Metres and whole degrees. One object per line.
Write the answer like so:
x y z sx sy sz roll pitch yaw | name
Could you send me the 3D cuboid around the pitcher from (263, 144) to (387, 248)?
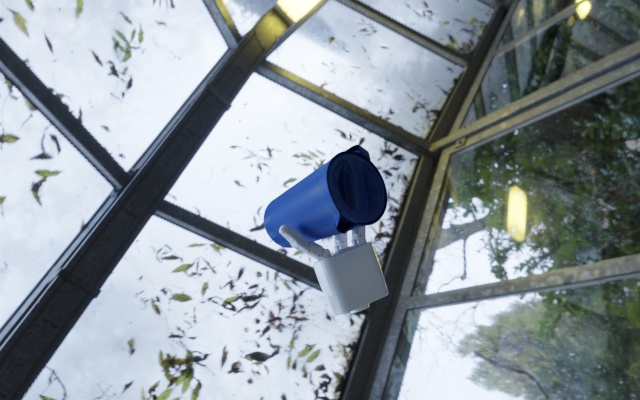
0.000 0.003 0.891 0.149 0.145 0.243 -19 -4 -41 | pitcher
